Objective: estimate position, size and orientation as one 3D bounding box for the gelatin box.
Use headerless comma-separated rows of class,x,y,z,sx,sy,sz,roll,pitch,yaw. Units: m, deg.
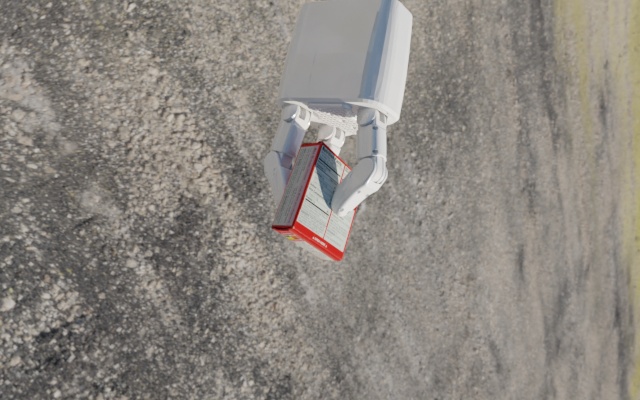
gelatin box,0.000,0.002,0.441,0.030,0.089,0.073,-2,-29,41
